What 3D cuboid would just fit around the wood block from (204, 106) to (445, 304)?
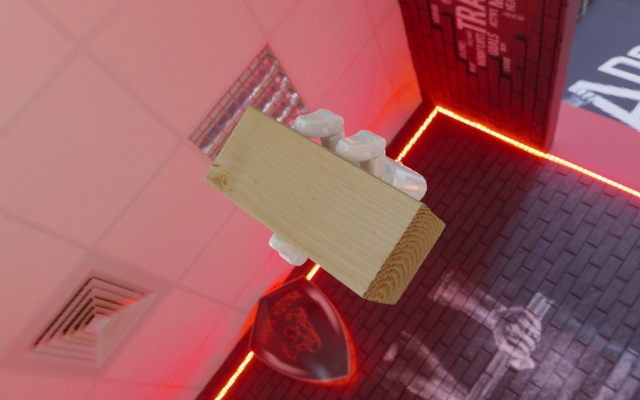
[{"bbox_3d":[0.000,0.002,0.459,0.206,0.091,0.090,33,1,30],"label":"wood block"}]
